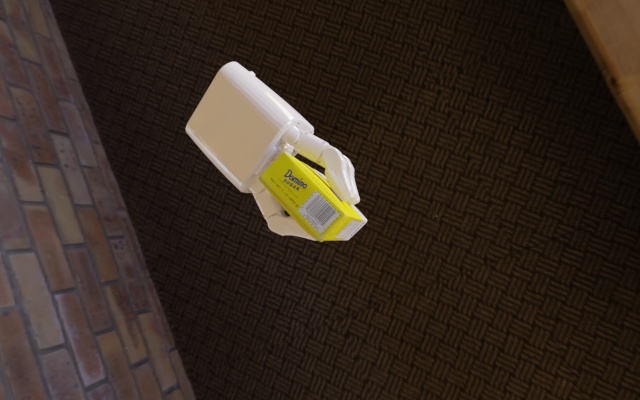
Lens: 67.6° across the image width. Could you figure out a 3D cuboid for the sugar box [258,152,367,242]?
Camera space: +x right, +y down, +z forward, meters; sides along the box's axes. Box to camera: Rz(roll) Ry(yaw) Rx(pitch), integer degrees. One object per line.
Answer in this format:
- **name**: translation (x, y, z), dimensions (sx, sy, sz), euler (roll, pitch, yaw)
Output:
- **sugar box**: translation (0.000, 0.001, 0.555), dimensions (0.048, 0.093, 0.176), euler (-45, -11, 8)
